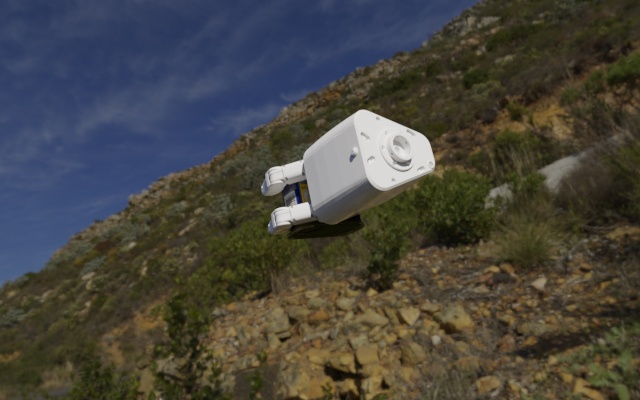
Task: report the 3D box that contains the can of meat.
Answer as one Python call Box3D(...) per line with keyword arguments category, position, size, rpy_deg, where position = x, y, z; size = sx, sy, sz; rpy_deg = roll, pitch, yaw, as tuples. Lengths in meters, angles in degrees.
Box3D(category="can of meat", position=(0.000, 0.002, 0.630), size=(0.102, 0.084, 0.057), rpy_deg=(-2, -19, -31))
